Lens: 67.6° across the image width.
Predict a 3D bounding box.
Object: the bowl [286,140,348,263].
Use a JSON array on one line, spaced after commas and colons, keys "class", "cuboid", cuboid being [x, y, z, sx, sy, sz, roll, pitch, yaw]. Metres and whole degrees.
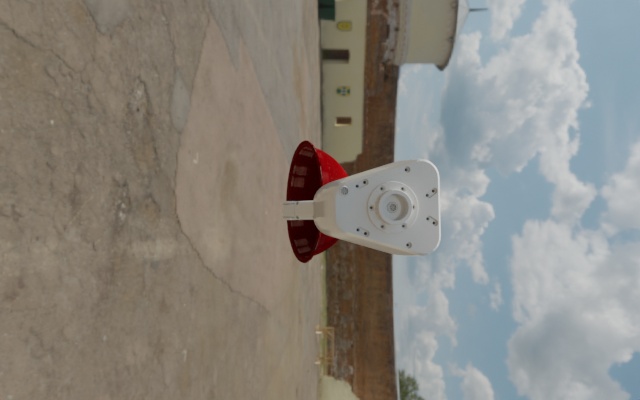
[{"class": "bowl", "cuboid": [0.000, 0.002, 0.642, 0.055, 0.162, 0.162, 1, 0, -20]}]
